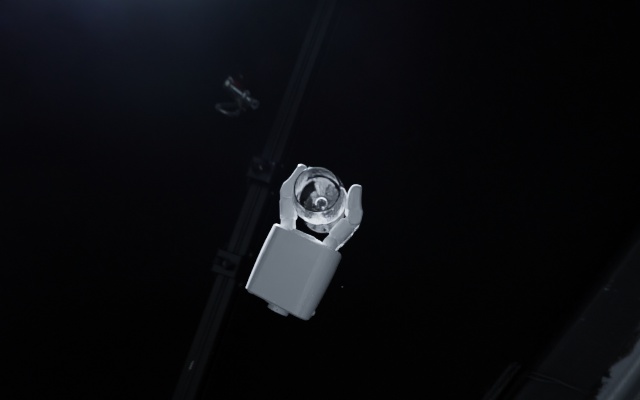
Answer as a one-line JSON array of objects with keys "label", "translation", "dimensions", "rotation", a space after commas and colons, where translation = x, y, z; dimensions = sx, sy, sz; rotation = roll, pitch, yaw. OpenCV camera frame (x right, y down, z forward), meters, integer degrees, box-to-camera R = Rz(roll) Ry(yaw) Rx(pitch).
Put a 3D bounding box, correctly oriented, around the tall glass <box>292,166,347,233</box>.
[{"label": "tall glass", "translation": [0.000, 0.002, 0.720], "dimensions": [0.079, 0.079, 0.201], "rotation": [0, -10, 3]}]
